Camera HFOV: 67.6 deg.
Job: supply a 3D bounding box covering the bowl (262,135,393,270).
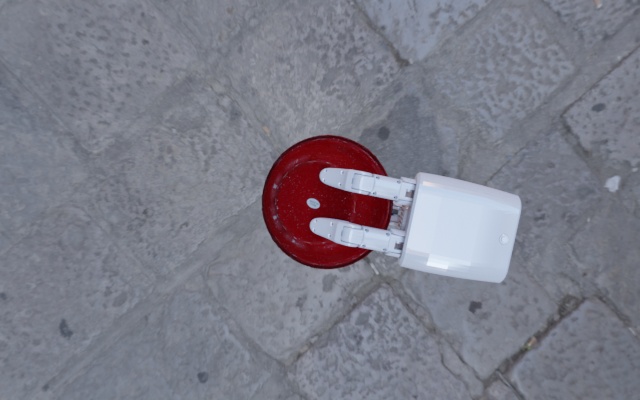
[{"bbox_3d":[-0.001,0.002,0.548,0.162,0.162,0.055,0,0,13],"label":"bowl"}]
